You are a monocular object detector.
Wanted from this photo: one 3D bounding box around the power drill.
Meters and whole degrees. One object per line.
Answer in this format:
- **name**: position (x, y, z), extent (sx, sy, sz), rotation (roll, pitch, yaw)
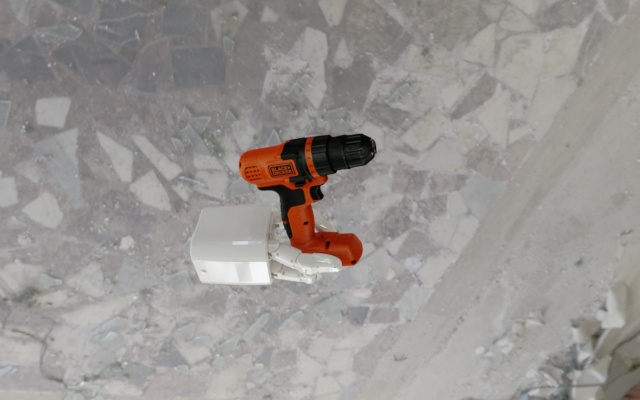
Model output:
- **power drill**: position (0.000, 0.003, 0.642), extent (0.184, 0.188, 0.057), rotation (-6, 29, 22)
